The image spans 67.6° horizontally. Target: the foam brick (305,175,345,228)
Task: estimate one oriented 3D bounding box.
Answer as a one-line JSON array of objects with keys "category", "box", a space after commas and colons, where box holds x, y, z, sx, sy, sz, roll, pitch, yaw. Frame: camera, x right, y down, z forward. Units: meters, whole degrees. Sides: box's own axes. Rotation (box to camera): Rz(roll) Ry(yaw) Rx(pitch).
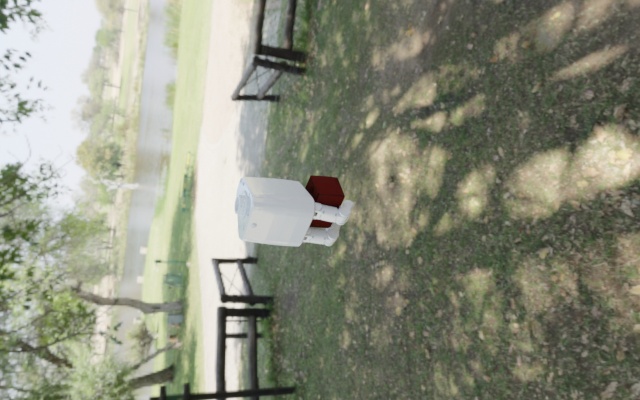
[{"category": "foam brick", "box": [0.000, 0.002, 0.829, 0.051, 0.078, 0.053, 6, 37, -24]}]
